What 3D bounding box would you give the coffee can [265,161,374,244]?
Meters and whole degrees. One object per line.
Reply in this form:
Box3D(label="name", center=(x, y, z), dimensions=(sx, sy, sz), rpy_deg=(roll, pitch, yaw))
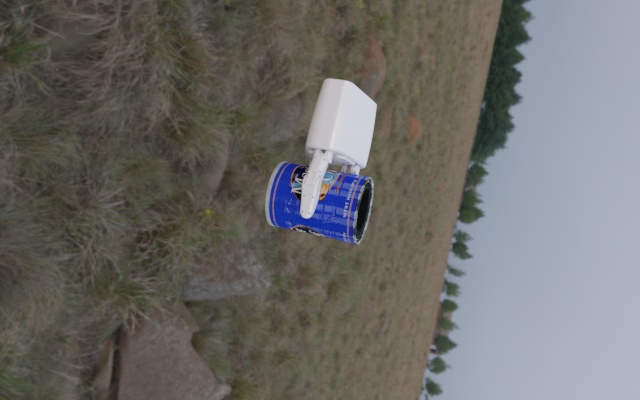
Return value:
Box3D(label="coffee can", center=(0.000, 0.003, 0.726), dimensions=(0.140, 0.103, 0.103), rpy_deg=(11, 3, 16))
